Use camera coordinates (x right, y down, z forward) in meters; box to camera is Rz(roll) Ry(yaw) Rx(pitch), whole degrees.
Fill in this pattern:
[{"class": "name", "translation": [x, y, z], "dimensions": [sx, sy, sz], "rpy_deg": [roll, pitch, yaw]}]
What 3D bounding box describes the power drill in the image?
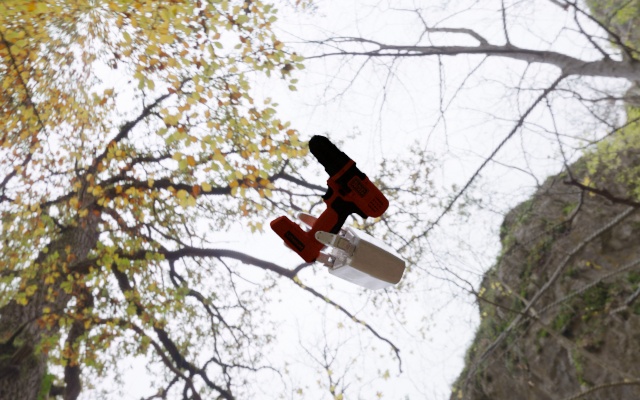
[{"class": "power drill", "translation": [0.000, 0.003, 0.843], "dimensions": [0.187, 0.184, 0.057], "rpy_deg": [-44, 4, 7]}]
